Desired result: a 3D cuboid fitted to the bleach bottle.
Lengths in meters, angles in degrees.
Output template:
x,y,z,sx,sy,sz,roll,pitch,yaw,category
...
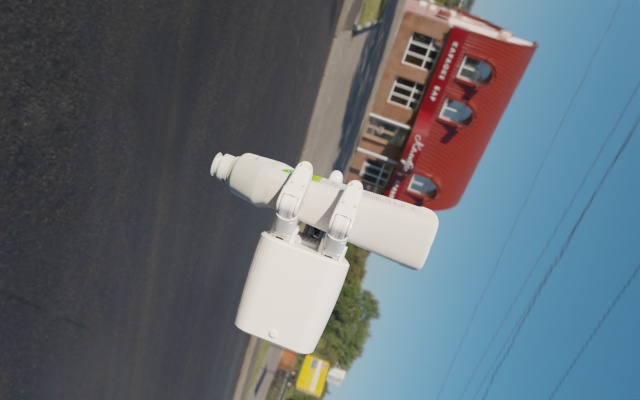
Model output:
x,y,z,sx,sy,sz,roll,pitch,yaw,category
0.000,0.002,0.538,0.251,0.068,0.102,20,5,4,bleach bottle
